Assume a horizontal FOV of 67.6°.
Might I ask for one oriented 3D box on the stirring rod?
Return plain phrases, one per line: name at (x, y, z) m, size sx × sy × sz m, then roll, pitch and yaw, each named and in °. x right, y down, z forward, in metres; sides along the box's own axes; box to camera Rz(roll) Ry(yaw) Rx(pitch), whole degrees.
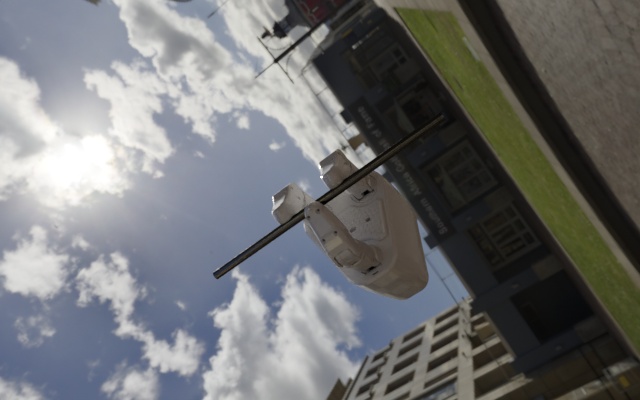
stirring rod at (0.000, 0.001, 0.401) m, size 0.239 × 0.011 × 0.011 m, roll -35°, pitch -11°, yaw 16°
